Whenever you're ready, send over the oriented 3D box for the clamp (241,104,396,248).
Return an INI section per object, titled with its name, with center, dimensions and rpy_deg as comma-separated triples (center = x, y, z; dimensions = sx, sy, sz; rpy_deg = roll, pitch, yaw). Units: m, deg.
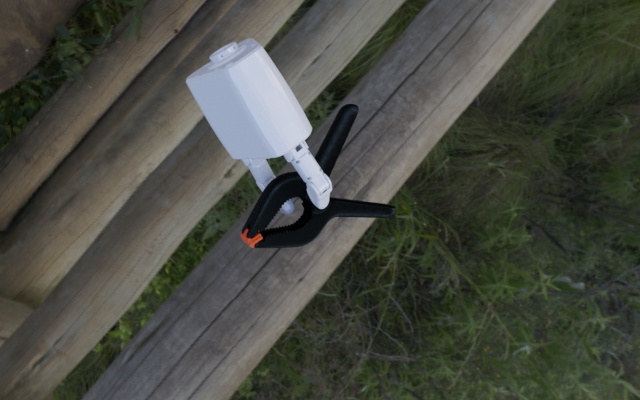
[clamp]
center = 0.000, 0.002, 0.599
dimensions = 0.210, 0.165, 0.036
rpy_deg = -39, 26, -15
